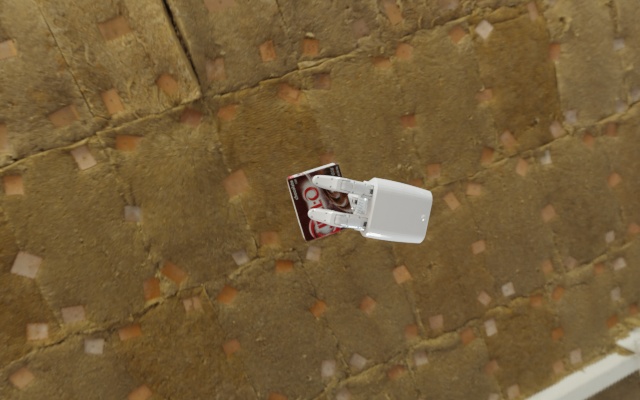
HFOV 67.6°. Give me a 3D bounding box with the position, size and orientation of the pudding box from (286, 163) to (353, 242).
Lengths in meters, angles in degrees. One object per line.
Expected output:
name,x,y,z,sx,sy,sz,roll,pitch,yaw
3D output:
pudding box,0.000,0.003,0.800,0.090,0.113,0.039,-18,8,-8
